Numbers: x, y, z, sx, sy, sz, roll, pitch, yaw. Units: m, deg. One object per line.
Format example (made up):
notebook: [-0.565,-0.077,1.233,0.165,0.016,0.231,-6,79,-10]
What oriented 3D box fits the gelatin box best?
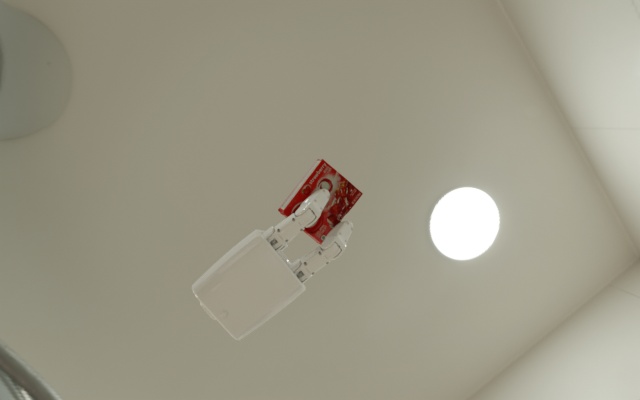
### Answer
gelatin box: [0.000,0.002,0.628,0.073,0.089,0.030,39,-7,-16]
